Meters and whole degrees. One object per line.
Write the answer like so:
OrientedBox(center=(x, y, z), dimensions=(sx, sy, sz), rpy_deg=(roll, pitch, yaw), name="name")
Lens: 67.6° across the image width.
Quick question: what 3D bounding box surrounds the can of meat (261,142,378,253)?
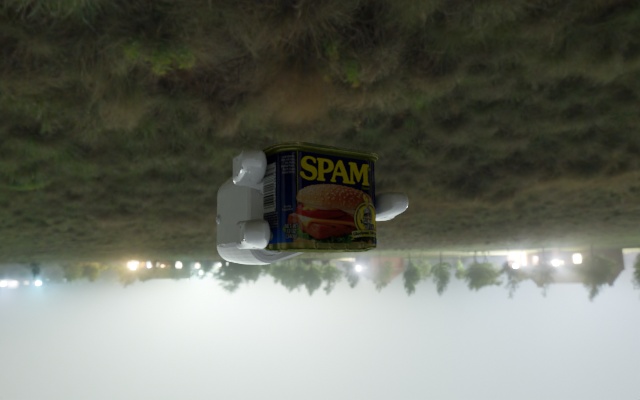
OrientedBox(center=(0.000, 0.002, 0.404), dimensions=(0.102, 0.084, 0.057), rpy_deg=(4, -9, -33), name="can of meat")
